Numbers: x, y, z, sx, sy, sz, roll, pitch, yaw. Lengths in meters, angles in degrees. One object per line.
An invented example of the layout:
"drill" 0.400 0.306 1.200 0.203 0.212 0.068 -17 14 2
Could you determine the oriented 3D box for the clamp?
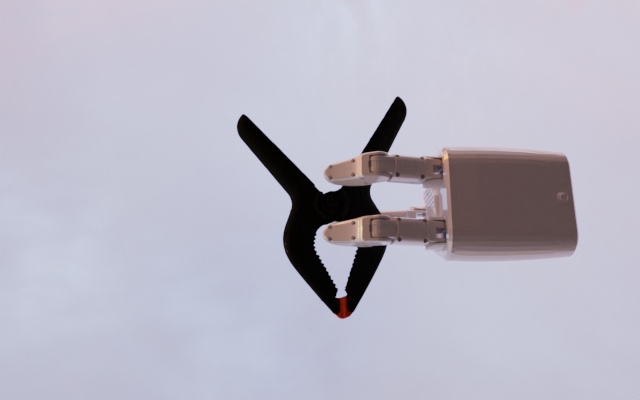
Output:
"clamp" 0.000 0.002 0.443 0.164 0.210 0.036 0 -15 3
